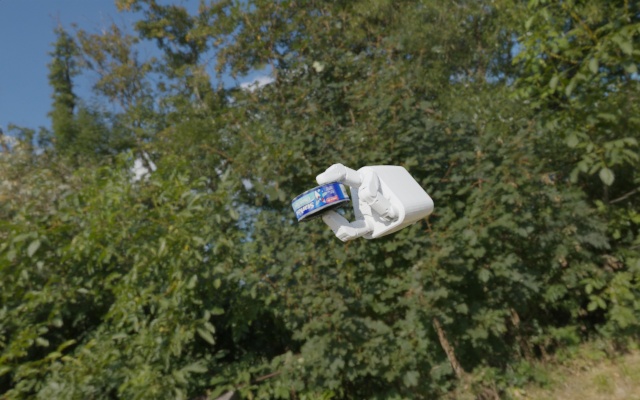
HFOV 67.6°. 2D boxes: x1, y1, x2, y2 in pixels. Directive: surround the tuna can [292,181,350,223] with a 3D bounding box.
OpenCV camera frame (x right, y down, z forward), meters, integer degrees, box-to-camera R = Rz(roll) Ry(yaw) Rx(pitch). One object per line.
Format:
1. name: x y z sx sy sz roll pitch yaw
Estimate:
1. tuna can: 0.000 0.002 0.728 0.086 0.033 0.086 -22 -9 -4
